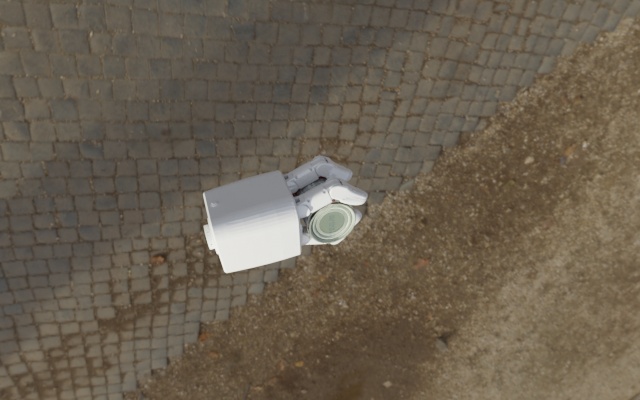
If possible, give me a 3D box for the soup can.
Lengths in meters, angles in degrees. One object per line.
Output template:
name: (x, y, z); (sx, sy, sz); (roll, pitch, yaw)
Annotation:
soup can: (0.001, 0.002, 0.656); (0.068, 0.068, 0.102); (0, 34, -22)
